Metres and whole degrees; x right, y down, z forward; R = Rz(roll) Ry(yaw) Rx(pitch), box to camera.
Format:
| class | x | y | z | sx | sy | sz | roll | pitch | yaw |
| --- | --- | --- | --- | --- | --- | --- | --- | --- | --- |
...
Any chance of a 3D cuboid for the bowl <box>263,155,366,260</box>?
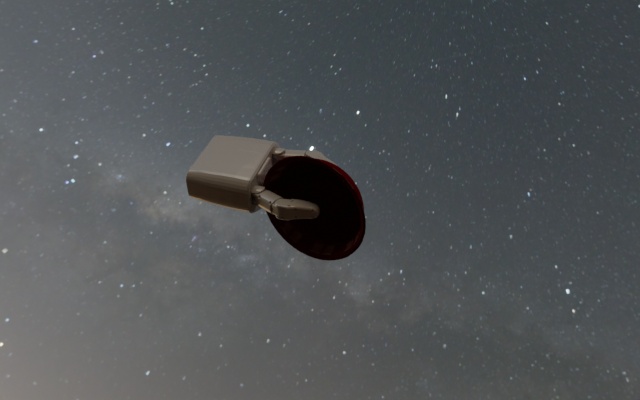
| class | x | y | z | sx | sy | sz | roll | pitch | yaw |
| --- | --- | --- | --- | --- | --- | --- | --- | --- | --- |
| bowl | 0.001 | 0.003 | 0.667 | 0.162 | 0.162 | 0.055 | 0 | 27 | 34 |
